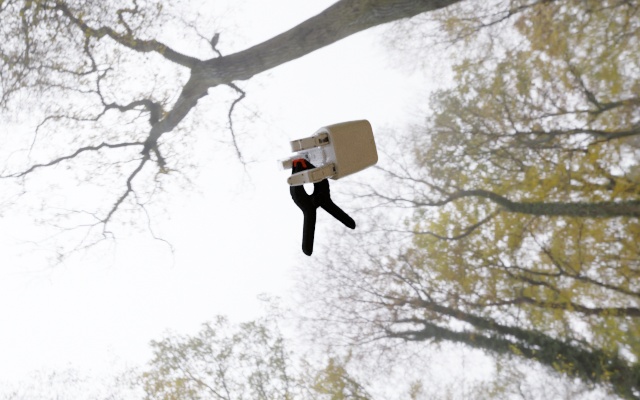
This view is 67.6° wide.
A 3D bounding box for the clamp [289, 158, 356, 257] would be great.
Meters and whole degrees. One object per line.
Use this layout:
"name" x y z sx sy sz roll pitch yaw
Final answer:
"clamp" 0.000 0.003 0.859 0.120 0.171 0.039 -20 11 -37
